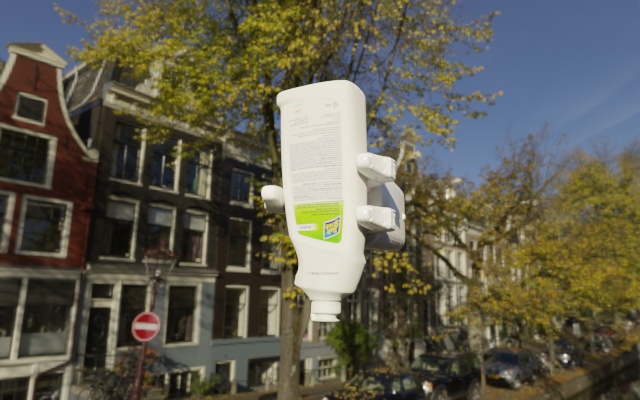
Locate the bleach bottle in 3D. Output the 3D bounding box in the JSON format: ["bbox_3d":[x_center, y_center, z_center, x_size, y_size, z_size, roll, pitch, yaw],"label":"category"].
[{"bbox_3d":[0.000,0.002,0.519,0.102,0.250,0.068,-5,-14,27],"label":"bleach bottle"}]
